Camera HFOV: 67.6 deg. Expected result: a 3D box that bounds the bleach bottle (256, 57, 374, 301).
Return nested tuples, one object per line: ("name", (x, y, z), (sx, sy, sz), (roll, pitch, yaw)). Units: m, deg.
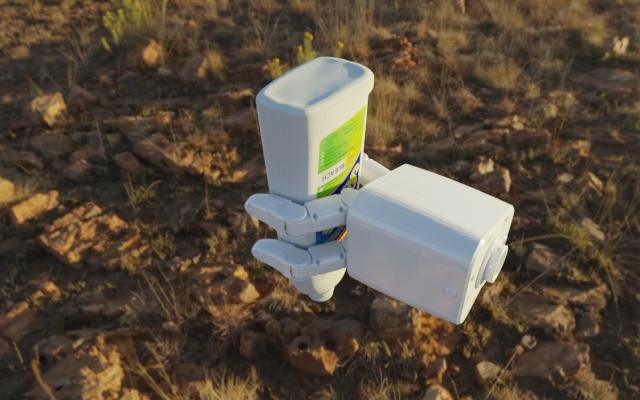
("bleach bottle", (0.000, 0.002, 0.459), (0.068, 0.251, 0.102), (25, 48, 29))
